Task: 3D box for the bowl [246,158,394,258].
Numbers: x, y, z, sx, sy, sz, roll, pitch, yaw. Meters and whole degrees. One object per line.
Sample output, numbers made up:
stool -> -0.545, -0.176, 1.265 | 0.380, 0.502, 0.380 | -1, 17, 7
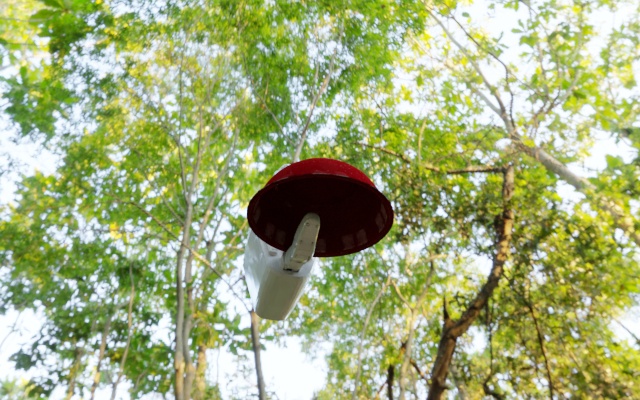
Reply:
bowl -> 0.001, 0.001, 0.538 | 0.162, 0.055, 0.162 | 1, -36, 1
